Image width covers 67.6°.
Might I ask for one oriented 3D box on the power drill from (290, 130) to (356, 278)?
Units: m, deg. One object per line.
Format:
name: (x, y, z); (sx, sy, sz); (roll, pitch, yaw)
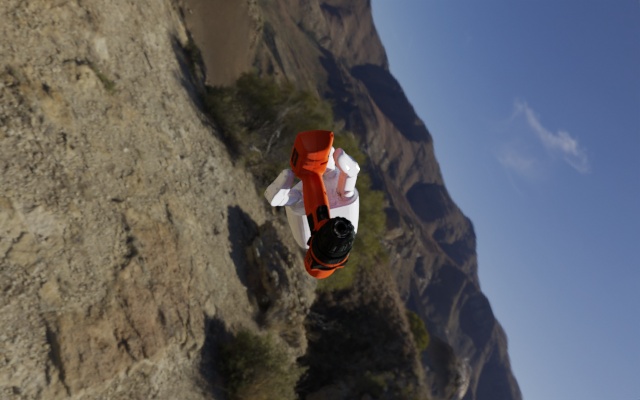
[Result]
power drill: (0.000, 0.002, 0.655); (0.057, 0.187, 0.184); (-3, -21, -12)
